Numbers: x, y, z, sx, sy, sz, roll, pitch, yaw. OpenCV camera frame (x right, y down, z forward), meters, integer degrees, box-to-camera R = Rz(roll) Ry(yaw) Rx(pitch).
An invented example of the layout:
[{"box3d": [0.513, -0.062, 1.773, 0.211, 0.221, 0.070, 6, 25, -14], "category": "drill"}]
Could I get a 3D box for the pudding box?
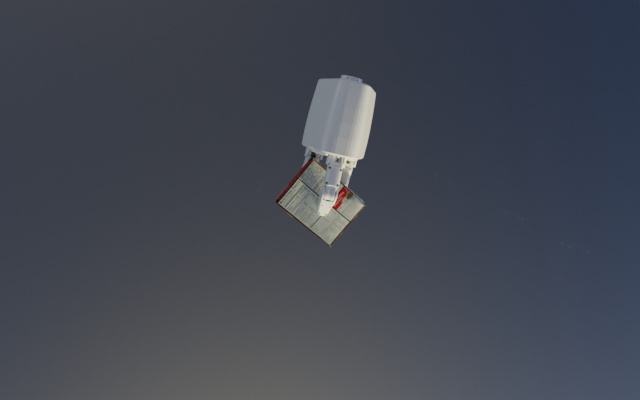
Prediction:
[{"box3d": [0.000, 0.002, 0.739, 0.113, 0.090, 0.039, 40, 4, -9], "category": "pudding box"}]
